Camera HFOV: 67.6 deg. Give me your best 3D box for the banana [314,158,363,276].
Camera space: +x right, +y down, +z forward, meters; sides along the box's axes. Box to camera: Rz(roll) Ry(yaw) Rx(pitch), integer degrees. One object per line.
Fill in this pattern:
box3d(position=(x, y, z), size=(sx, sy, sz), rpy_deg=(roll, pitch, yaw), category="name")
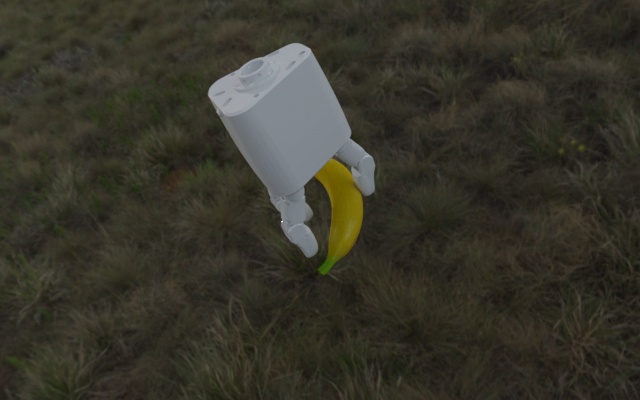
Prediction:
box3d(position=(0.017, -0.002, 0.589), size=(0.069, 0.197, 0.037), rpy_deg=(-22, -49, 15), category="banana")
